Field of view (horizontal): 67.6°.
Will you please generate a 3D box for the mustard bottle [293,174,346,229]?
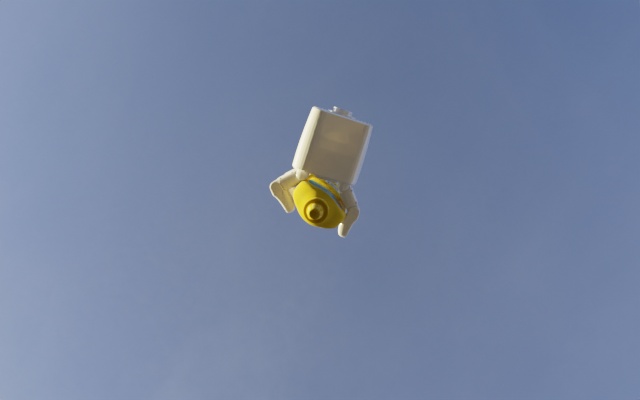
[{"bbox_3d":[0.000,0.003,0.811,0.096,0.058,0.191,42,11,-3],"label":"mustard bottle"}]
